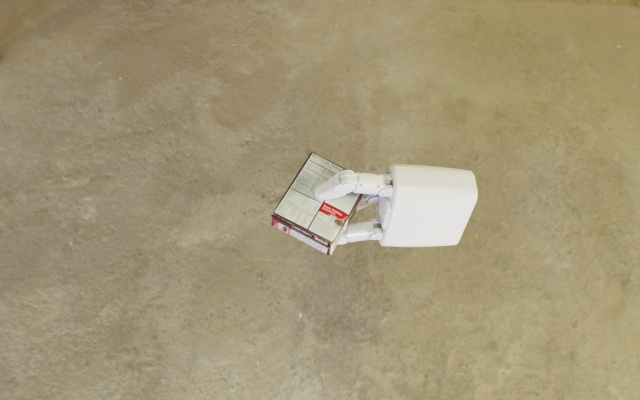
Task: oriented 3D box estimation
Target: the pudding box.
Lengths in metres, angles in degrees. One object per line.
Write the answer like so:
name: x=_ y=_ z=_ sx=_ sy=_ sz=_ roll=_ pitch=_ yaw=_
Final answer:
pudding box: x=0.000 y=0.002 z=0.629 sx=0.090 sy=0.113 sz=0.039 roll=27 pitch=-29 yaw=9
